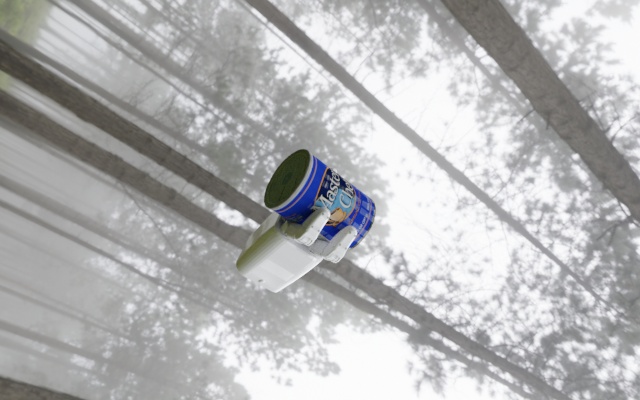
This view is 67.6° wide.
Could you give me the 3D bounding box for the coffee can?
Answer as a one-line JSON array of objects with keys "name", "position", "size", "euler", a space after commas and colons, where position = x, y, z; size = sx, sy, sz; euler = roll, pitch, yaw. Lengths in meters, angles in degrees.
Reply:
[{"name": "coffee can", "position": [0.000, 0.002, 0.728], "size": [0.140, 0.102, 0.103], "euler": [35, -18, -28]}]
